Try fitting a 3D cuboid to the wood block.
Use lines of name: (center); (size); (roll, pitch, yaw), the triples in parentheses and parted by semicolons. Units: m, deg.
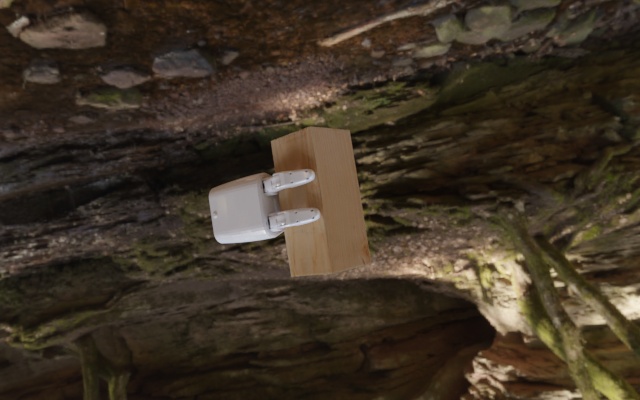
wood block: (0.000, 0.003, 0.716); (0.090, 0.206, 0.091); (-13, -5, 42)
